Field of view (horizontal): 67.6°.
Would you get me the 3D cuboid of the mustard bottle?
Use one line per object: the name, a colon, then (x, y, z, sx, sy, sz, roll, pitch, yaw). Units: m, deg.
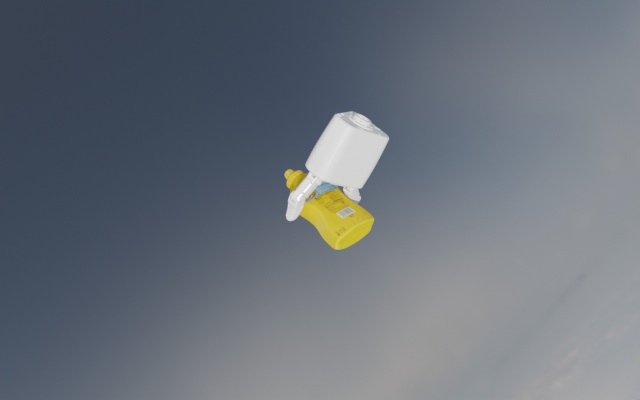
mustard bottle: (0.000, 0.003, 0.873, 0.096, 0.058, 0.191, -27, 56, -35)
